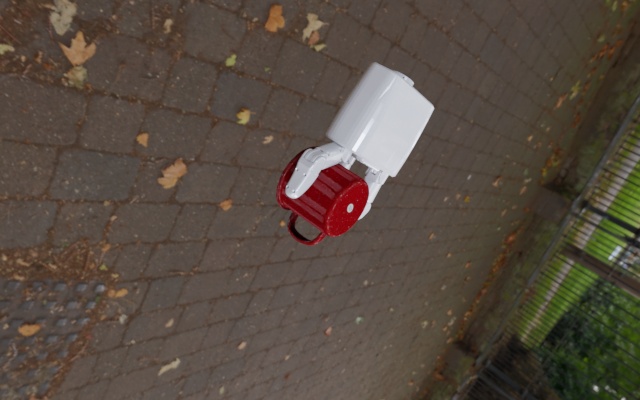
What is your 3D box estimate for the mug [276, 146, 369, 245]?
[{"bbox_3d":[-0.001,0.003,0.597,0.081,0.117,0.093,35,10,29],"label":"mug"}]
